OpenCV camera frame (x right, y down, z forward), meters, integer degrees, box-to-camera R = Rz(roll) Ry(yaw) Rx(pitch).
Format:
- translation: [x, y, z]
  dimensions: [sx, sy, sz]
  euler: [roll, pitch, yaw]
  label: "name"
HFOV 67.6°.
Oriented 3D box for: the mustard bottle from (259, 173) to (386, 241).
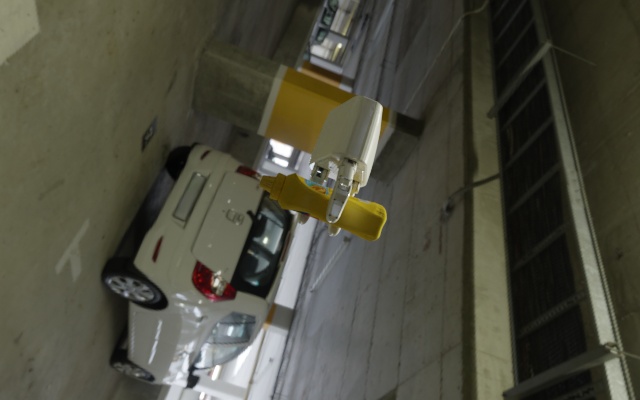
- translation: [0.000, 0.003, 0.726]
  dimensions: [0.191, 0.058, 0.096]
  euler: [21, 7, -7]
  label: "mustard bottle"
